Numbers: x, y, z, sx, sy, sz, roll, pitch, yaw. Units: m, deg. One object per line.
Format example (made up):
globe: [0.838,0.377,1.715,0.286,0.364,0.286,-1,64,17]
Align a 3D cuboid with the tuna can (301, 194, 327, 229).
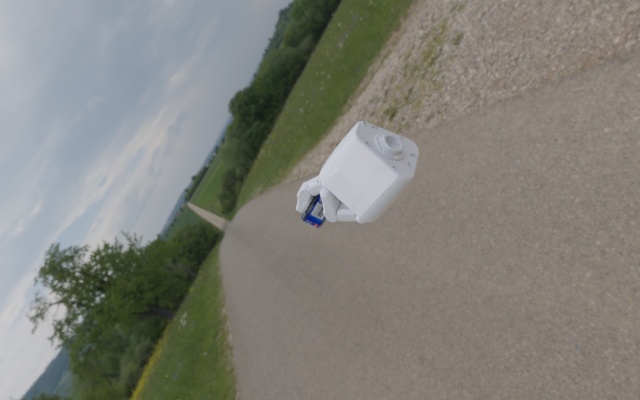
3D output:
tuna can: [0.000,0.002,0.816,0.034,0.086,0.086,26,-4,-8]
